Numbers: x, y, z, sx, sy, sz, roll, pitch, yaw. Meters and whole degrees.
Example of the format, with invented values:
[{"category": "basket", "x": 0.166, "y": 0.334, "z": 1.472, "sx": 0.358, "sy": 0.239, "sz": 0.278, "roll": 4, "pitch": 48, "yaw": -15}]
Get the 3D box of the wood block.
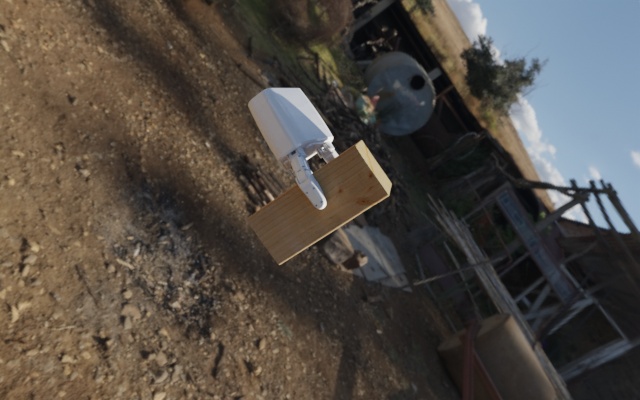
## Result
[{"category": "wood block", "x": 0.000, "y": 0.002, "z": 0.755, "sx": 0.206, "sy": 0.090, "sz": 0.091, "roll": -34, "pitch": 4, "yaw": 16}]
